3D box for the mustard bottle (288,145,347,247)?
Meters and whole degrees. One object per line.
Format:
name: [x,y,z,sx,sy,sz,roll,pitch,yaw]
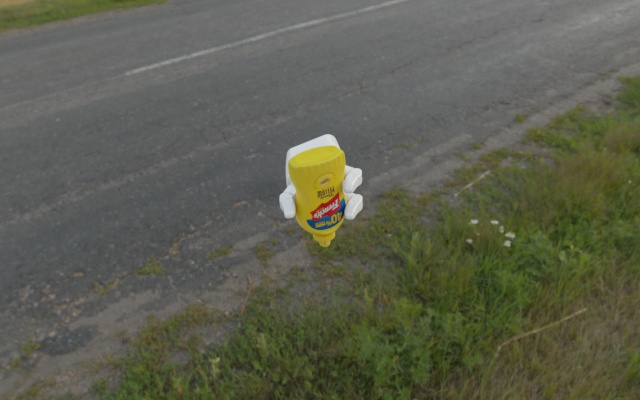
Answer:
mustard bottle: [0.000,0.003,0.846,0.096,0.192,0.058,-21,37,-22]
